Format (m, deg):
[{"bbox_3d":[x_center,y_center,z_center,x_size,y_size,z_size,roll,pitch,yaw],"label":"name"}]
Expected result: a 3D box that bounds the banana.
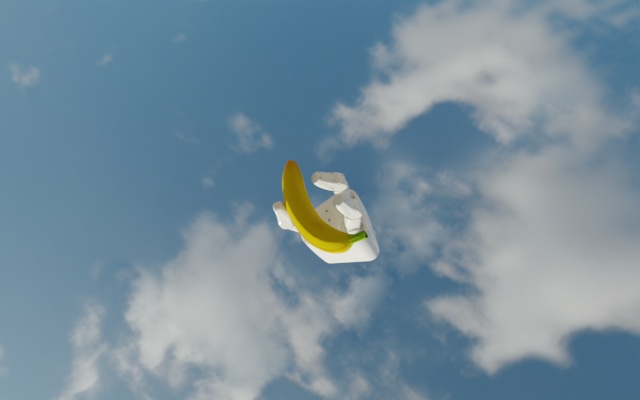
[{"bbox_3d":[-0.011,0.017,0.698,0.197,0.069,0.037,45,0,36],"label":"banana"}]
